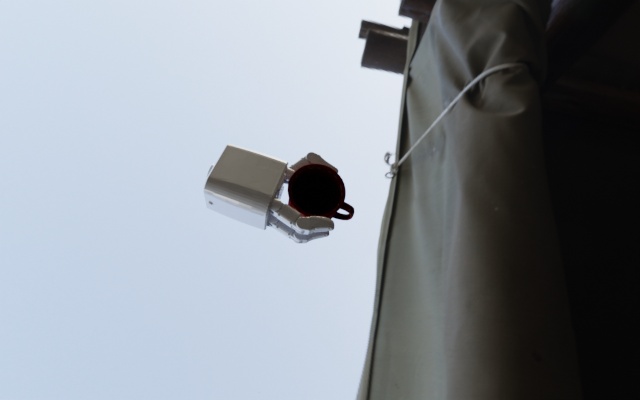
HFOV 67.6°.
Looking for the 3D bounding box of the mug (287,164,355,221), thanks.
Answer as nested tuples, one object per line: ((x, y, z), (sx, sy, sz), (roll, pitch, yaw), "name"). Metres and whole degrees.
((0.001, 0.003, 0.786), (0.117, 0.093, 0.081), (20, -23, 0), "mug")
